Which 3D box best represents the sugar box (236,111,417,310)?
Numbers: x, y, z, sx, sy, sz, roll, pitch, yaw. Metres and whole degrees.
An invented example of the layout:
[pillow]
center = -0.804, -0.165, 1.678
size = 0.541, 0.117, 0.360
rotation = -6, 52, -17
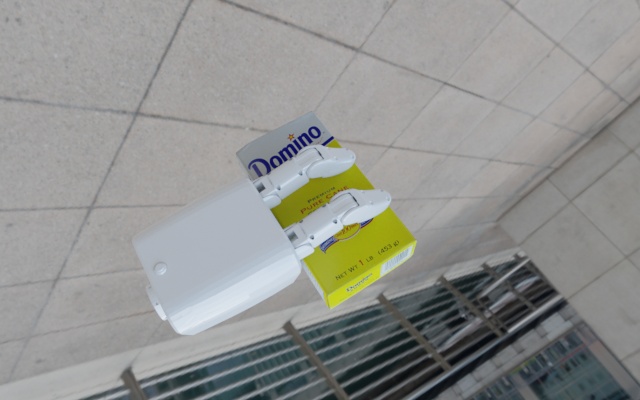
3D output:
[sugar box]
center = 0.000, 0.001, 0.449
size = 0.093, 0.176, 0.048
rotation = -30, -26, -12
